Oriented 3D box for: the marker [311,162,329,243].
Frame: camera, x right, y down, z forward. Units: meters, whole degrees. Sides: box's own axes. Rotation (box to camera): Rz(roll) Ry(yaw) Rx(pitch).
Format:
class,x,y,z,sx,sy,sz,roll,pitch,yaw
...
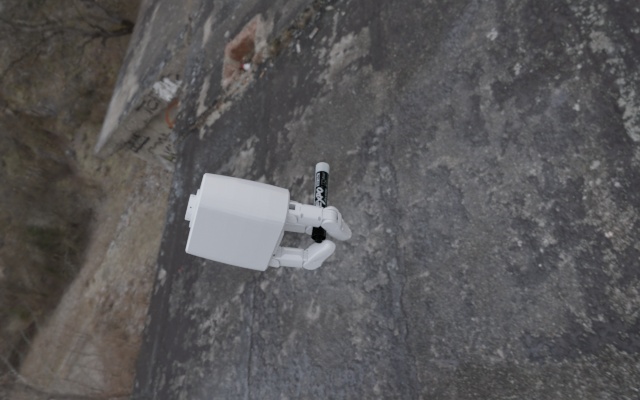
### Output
class,x,y,z,sx,sy,sz,roll,pitch,yaw
marker,0.000,0.002,0.629,0.020,0.121,0.020,2,-34,2
